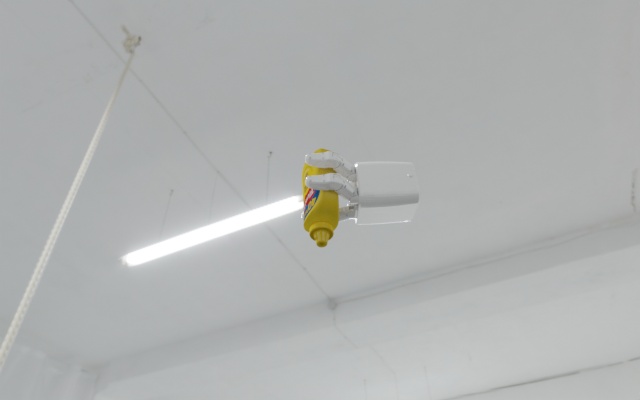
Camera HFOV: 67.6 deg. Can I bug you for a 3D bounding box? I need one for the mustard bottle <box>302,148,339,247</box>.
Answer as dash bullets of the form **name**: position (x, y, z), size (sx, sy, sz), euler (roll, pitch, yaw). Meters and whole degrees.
- **mustard bottle**: position (0.000, 0.003, 0.848), size (0.058, 0.191, 0.096), euler (15, -46, -18)
